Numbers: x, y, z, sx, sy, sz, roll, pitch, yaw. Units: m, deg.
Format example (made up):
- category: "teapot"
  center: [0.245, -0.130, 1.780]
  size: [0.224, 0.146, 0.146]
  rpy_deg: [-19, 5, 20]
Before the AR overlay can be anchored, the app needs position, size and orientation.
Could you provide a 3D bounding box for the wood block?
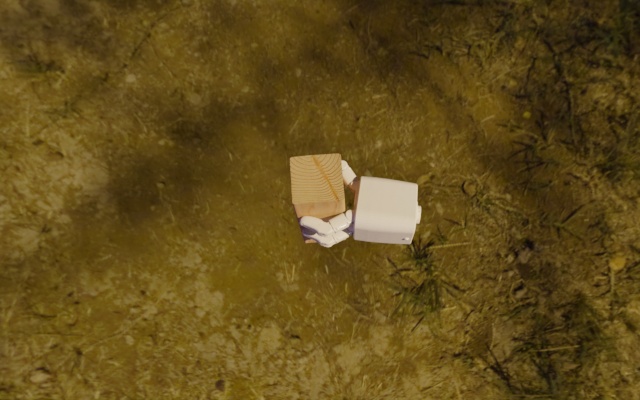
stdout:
- category: "wood block"
  center: [0.001, 0.003, 0.895]
  size: [0.090, 0.090, 0.206]
  rpy_deg: [-5, -24, 2]
